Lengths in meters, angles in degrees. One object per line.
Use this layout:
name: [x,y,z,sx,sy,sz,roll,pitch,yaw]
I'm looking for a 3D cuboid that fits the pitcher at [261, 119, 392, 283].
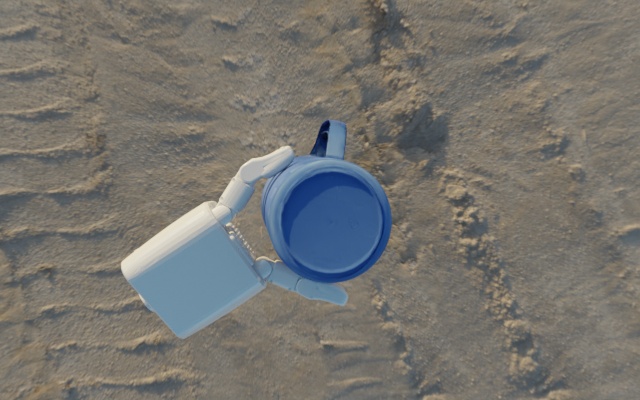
pitcher: [0.000,0.002,0.520,0.145,0.149,0.243,-32,5,-3]
